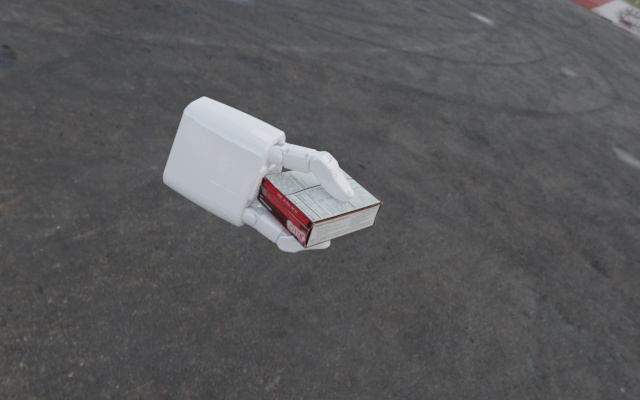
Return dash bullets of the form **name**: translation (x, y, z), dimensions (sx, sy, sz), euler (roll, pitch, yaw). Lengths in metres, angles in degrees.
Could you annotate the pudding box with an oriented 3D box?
- **pudding box**: translation (0.000, 0.002, 0.536), dimensions (0.113, 0.039, 0.090), euler (-15, 47, -40)
